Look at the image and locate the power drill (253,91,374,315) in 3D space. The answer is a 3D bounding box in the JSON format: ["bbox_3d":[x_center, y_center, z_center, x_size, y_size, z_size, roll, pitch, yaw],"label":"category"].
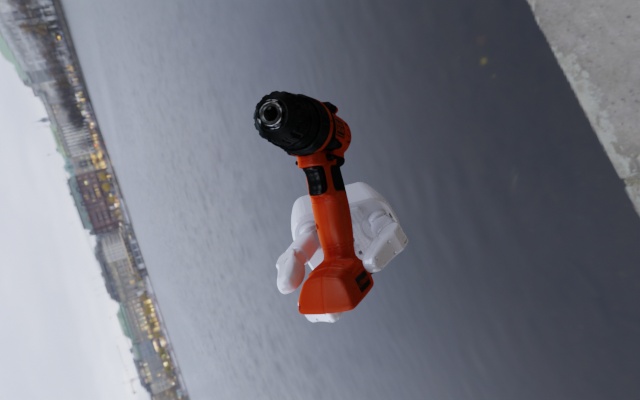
[{"bbox_3d":[0.000,0.002,0.430,0.057,0.187,0.184,-7,0,18],"label":"power drill"}]
